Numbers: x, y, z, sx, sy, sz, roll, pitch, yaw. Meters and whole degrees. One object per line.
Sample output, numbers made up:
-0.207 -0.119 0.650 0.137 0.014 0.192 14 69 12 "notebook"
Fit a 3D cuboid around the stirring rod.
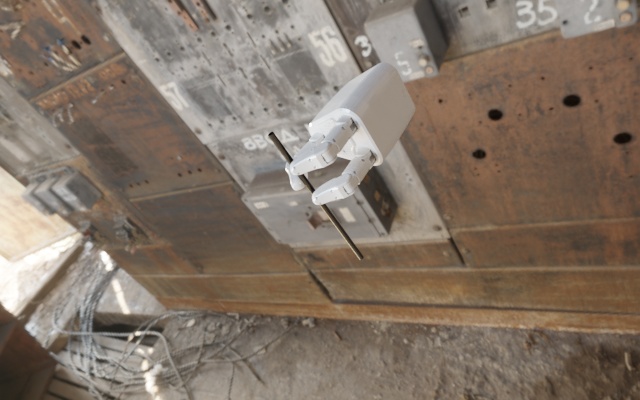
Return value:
0.000 0.002 0.637 0.011 0.011 0.240 0 -43 43 "stirring rod"
